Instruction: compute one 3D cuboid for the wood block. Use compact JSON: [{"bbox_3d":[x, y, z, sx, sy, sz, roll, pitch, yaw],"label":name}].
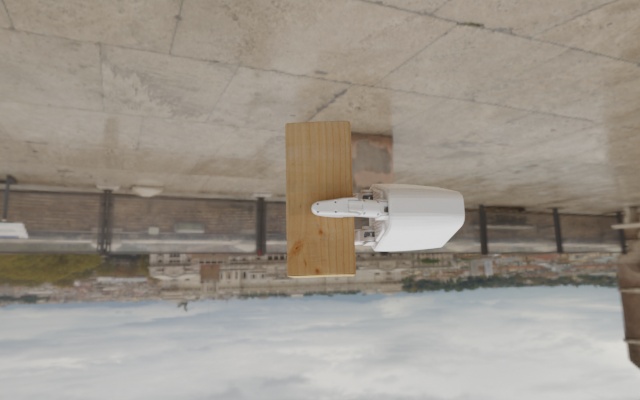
[{"bbox_3d":[0.000,0.002,0.668,0.090,0.206,0.091,-2,-10,2],"label":"wood block"}]
